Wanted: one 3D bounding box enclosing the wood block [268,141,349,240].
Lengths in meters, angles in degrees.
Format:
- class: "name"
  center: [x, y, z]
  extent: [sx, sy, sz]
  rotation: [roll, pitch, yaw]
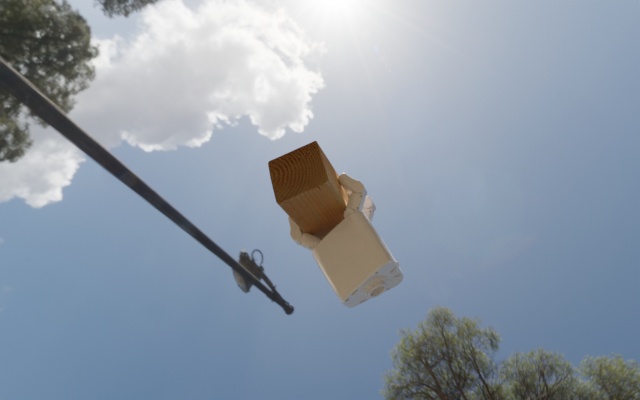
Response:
- class: "wood block"
  center: [0.000, 0.003, 0.826]
  extent: [0.091, 0.090, 0.206]
  rotation: [-23, -36, 10]
